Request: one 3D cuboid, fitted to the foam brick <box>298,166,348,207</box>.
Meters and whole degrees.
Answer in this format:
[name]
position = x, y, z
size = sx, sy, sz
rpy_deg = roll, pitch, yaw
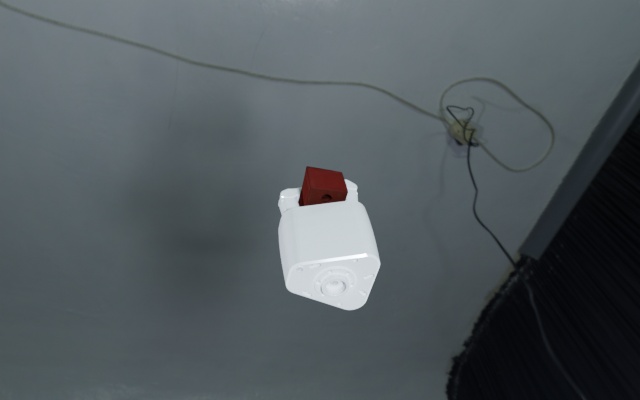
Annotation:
[foam brick]
position = 0.000, 0.002, 0.650
size = 0.053, 0.078, 0.051
rpy_deg = 7, 33, -13
